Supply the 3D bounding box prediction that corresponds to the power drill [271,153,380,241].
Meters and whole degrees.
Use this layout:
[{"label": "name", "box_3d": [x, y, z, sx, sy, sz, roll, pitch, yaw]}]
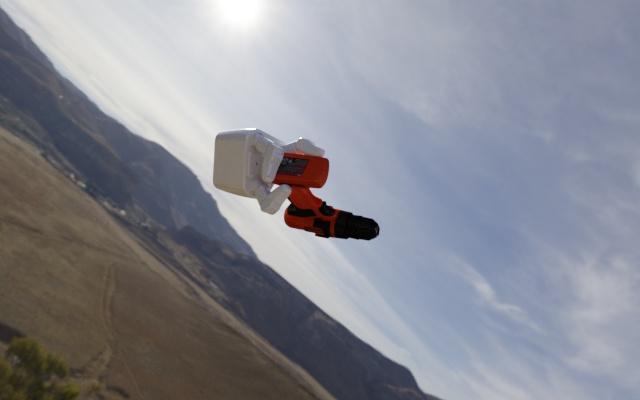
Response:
[{"label": "power drill", "box_3d": [0.000, 0.002, 0.813, 0.184, 0.057, 0.188, 7, -33, 24]}]
